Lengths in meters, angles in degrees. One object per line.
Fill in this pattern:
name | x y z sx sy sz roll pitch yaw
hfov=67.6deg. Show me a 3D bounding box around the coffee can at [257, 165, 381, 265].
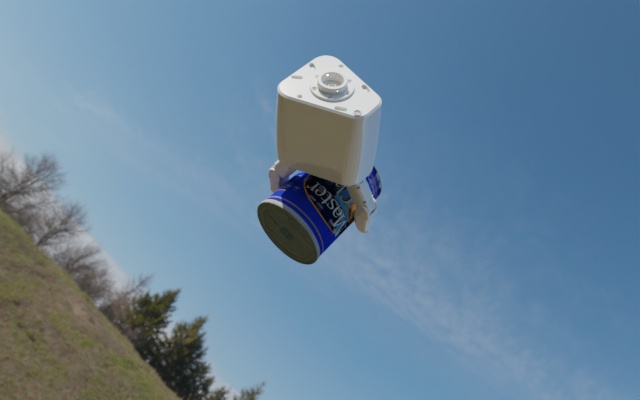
coffee can | 0.000 0.002 0.641 0.140 0.103 0.103 -43 25 -30
